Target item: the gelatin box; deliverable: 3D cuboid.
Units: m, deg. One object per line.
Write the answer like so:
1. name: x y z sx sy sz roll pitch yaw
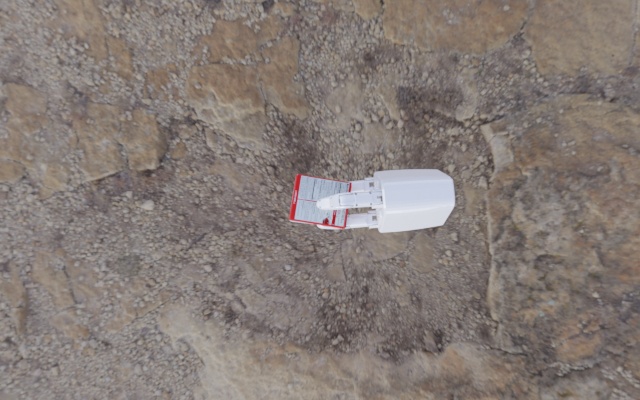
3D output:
1. gelatin box: 0.000 0.002 0.742 0.089 0.073 0.030 9 -5 -3
